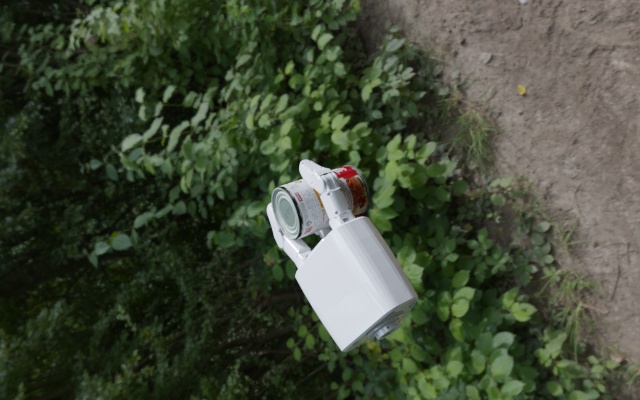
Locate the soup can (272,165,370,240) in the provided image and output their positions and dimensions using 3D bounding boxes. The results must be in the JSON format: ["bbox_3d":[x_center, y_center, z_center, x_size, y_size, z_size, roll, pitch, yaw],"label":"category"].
[{"bbox_3d":[0.000,0.002,0.585,0.102,0.068,0.068,-19,9,-29],"label":"soup can"}]
